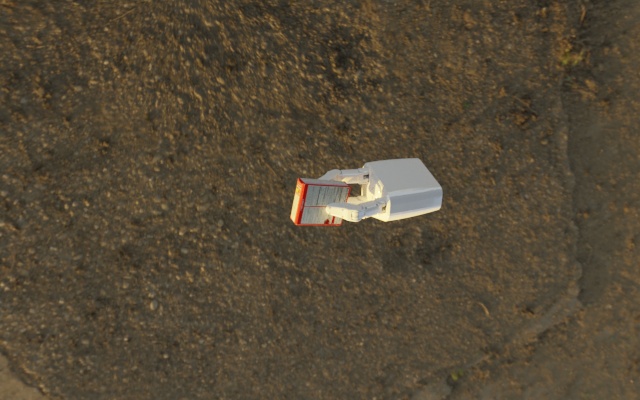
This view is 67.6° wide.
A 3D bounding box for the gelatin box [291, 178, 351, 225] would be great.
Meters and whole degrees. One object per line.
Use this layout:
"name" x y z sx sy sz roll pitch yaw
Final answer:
"gelatin box" 0.000 0.003 0.796 0.089 0.073 0.030 2 23 -27
